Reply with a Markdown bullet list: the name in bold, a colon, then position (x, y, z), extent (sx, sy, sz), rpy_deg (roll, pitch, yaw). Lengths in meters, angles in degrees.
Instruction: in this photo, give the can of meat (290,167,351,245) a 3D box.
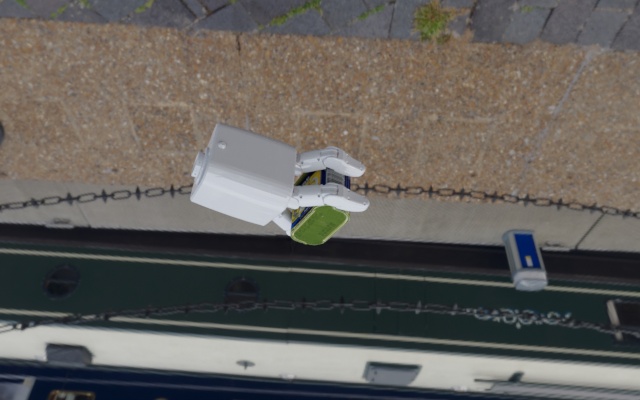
- **can of meat**: position (0.000, 0.002, 0.650), extent (0.057, 0.084, 0.102), rpy_deg (21, -41, -21)
